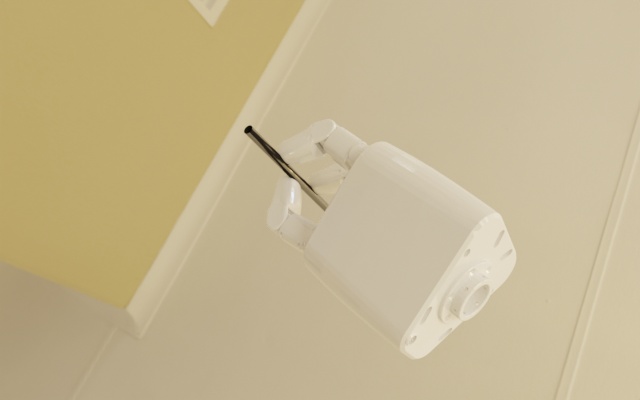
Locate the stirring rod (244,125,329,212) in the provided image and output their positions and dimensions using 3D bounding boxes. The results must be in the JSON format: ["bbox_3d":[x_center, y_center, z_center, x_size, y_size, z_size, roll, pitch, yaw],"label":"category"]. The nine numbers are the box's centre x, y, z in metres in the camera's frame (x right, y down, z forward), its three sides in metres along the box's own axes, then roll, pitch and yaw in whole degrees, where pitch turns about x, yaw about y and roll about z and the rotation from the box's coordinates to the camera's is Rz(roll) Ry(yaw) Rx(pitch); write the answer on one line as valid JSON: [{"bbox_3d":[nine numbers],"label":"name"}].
[{"bbox_3d":[0.000,0.002,0.459,0.011,0.011,0.240,0,-28,32],"label":"stirring rod"}]
